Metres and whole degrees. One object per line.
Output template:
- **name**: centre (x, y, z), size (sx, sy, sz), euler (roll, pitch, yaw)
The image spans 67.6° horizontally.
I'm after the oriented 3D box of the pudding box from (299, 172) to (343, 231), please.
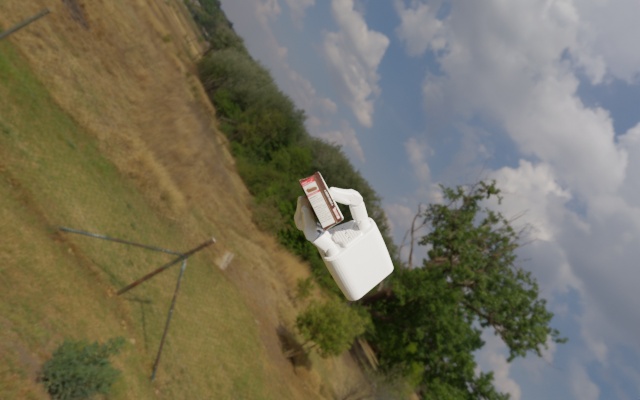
- **pudding box**: centre (0.000, 0.003, 0.796), size (0.039, 0.090, 0.113), euler (-27, -1, -3)
